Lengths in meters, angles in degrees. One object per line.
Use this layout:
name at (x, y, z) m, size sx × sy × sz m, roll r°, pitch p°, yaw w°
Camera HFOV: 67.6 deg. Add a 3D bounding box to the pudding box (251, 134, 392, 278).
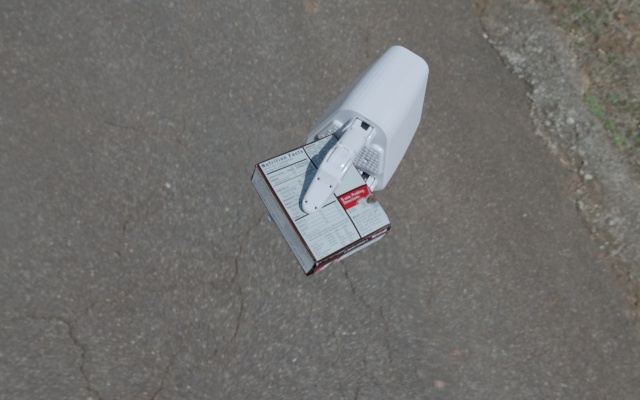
pudding box at (0.000, 0.001, 0.451) m, size 0.090 × 0.113 × 0.039 m, roll -25°, pitch -18°, yaw -24°
